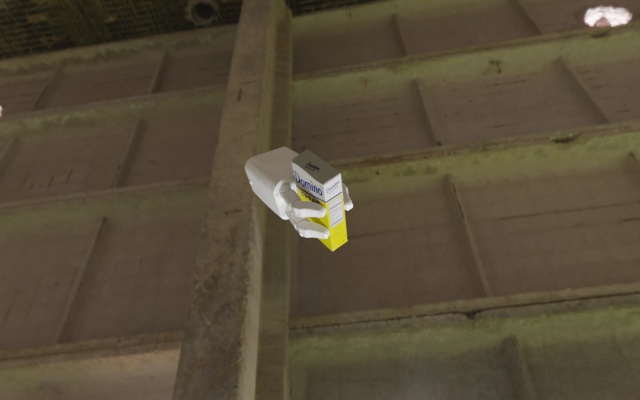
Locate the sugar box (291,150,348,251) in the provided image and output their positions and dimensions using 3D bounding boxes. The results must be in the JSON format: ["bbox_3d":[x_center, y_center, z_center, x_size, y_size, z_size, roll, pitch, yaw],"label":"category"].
[{"bbox_3d":[0.000,0.003,0.863,0.048,0.176,0.093,-35,50,-21],"label":"sugar box"}]
